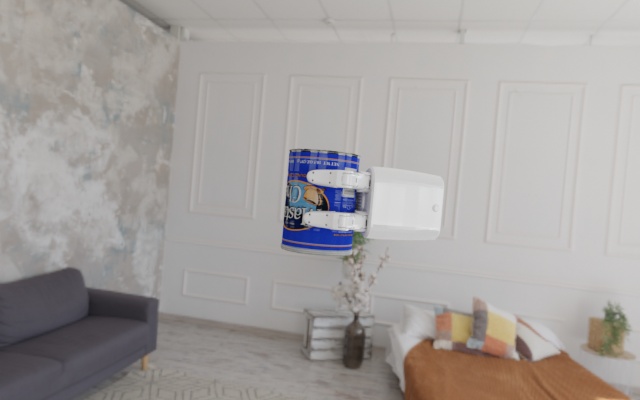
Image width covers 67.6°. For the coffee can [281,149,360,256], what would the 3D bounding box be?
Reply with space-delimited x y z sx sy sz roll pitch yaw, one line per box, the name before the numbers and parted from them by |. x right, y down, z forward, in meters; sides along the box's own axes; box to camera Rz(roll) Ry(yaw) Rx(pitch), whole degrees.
coffee can | 0.000 0.002 0.682 0.103 0.140 0.103 5 1 0
